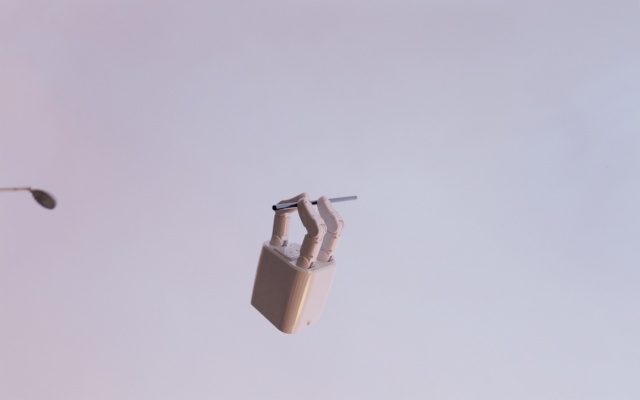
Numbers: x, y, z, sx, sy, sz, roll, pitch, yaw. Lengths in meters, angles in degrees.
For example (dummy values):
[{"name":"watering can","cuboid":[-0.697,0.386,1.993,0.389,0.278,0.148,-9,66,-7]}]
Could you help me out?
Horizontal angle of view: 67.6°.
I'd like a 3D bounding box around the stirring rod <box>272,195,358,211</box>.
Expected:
[{"name":"stirring rod","cuboid":[0.000,0.002,0.739,0.011,0.011,0.239,0,3,31]}]
